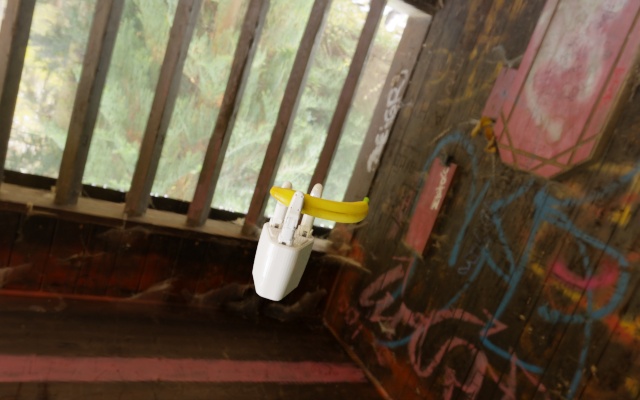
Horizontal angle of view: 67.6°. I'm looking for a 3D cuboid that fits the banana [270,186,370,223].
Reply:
[{"bbox_3d":[0.009,0.010,0.849,0.198,0.037,0.069,8,19,-24],"label":"banana"}]
